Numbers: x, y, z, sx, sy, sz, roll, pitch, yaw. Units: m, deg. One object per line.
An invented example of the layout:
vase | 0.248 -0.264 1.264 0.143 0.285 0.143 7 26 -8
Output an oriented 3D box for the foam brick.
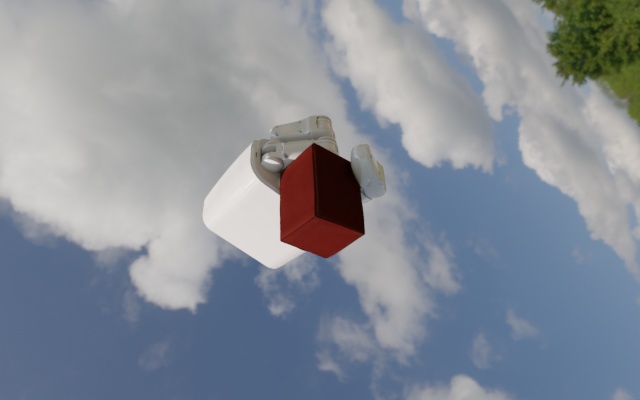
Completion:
foam brick | 0.000 0.002 0.413 0.053 0.078 0.051 24 -45 -32
